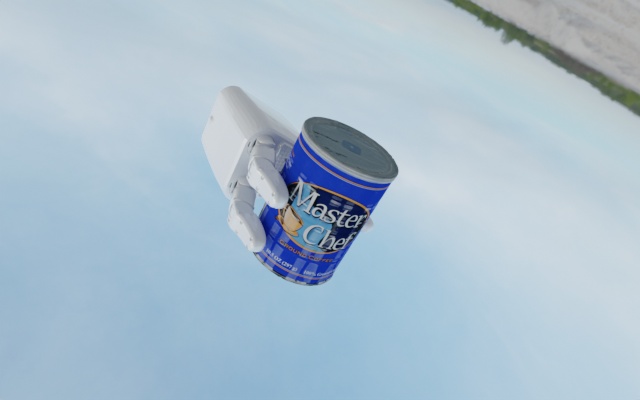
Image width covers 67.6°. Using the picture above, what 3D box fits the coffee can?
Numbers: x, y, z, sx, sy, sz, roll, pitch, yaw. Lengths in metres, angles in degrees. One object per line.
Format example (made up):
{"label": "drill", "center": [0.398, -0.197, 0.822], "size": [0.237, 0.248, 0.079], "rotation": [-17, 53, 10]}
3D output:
{"label": "coffee can", "center": [0.000, 0.002, 0.487], "size": [0.103, 0.140, 0.102], "rotation": [23, 28, -13]}
